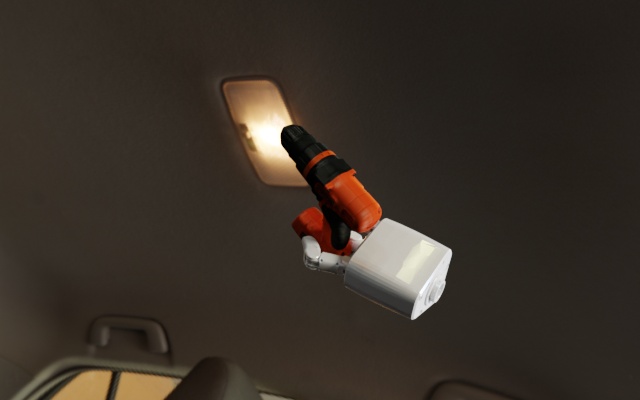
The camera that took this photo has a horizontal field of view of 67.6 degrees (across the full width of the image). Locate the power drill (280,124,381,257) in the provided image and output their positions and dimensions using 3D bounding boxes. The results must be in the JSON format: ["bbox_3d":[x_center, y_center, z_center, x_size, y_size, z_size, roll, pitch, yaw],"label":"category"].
[{"bbox_3d":[0.000,0.003,0.682,0.057,0.184,0.188,-30,-24,-22],"label":"power drill"}]
